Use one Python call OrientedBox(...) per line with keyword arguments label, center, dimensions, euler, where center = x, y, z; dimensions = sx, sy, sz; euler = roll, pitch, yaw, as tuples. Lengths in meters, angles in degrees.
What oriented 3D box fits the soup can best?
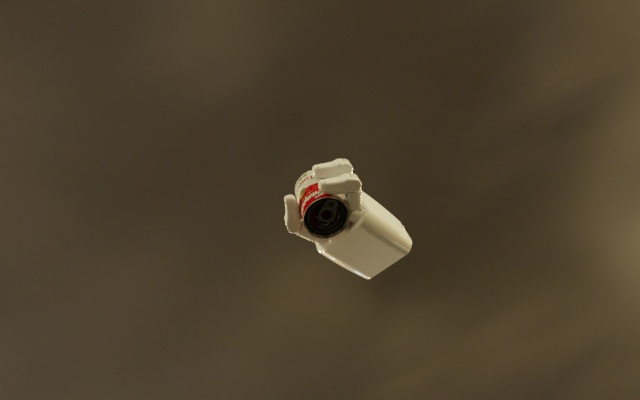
OrientedBox(label="soup can", center=(0.000, 0.002, 0.726), dimensions=(0.068, 0.068, 0.102), euler=(0, 28, -11))
